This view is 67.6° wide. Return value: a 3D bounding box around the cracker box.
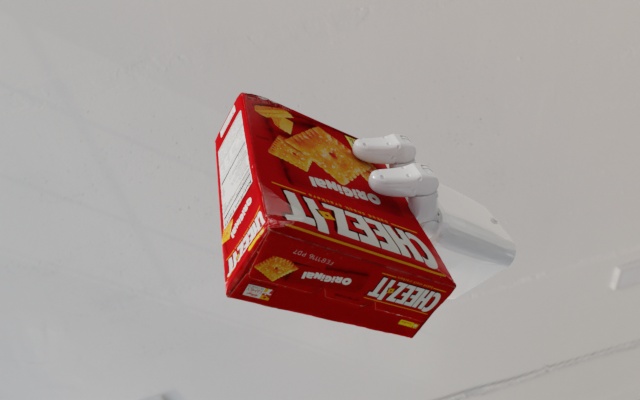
[{"bbox_3d":[0.000,0.001,0.416,0.164,0.072,0.213,19,29,-26],"label":"cracker box"}]
